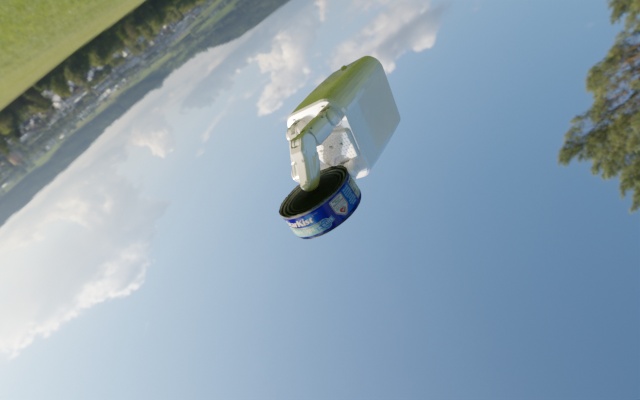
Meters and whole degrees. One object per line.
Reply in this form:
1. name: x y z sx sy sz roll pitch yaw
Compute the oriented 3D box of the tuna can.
1. tuna can: 0.000 0.002 0.508 0.086 0.034 0.086 -30 22 13
